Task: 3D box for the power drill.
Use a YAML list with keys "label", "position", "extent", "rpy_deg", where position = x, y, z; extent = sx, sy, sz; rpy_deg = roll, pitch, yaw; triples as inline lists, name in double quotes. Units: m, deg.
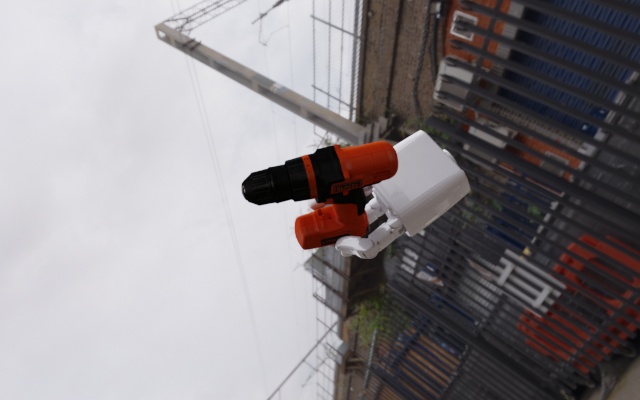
- label: "power drill"
  position: [0.000, 0.002, 0.612]
  extent: [0.184, 0.057, 0.188]
  rpy_deg: [-12, -25, -6]
